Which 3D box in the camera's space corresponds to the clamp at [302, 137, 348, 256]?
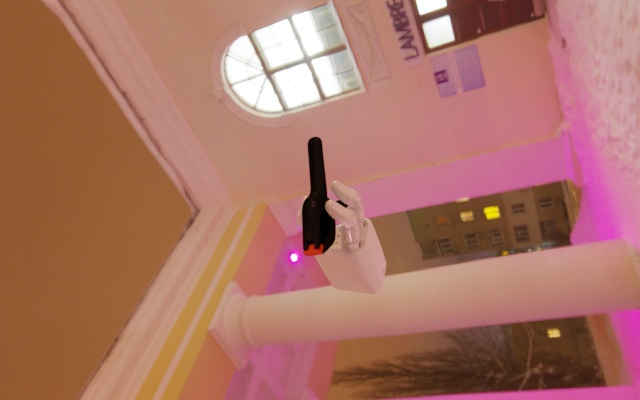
[{"bbox_3d":[-0.001,0.003,0.803,0.036,0.165,0.209,-11,33,22],"label":"clamp"}]
